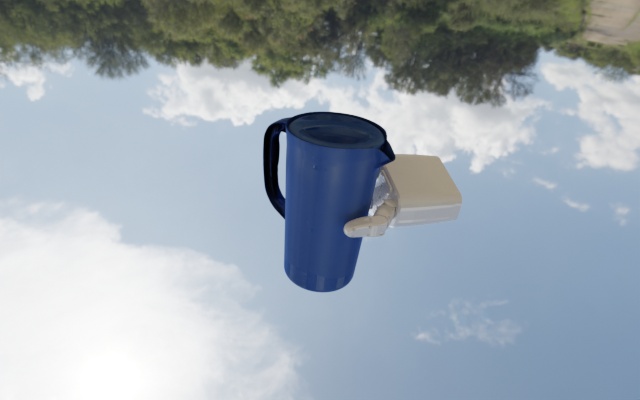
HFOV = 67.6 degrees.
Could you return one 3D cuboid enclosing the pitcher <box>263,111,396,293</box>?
[{"bbox_3d":[0.000,0.002,0.677,0.145,0.243,0.149,-4,31,-19],"label":"pitcher"}]
